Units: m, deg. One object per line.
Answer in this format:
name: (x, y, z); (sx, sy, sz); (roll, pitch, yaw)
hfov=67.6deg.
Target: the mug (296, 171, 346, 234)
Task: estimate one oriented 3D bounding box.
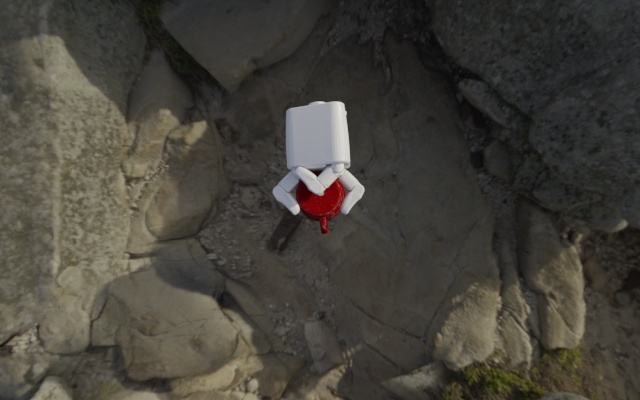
mug: (0.000, 0.004, 0.873); (0.093, 0.117, 0.081); (-5, -4, 3)
